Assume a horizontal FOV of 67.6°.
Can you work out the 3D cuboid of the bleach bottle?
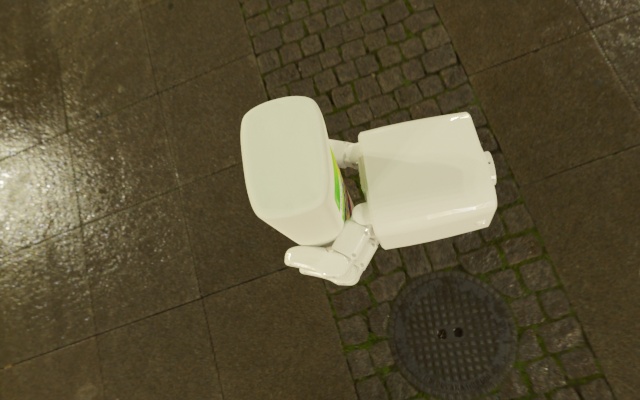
[{"bbox_3d":[0.000,0.002,0.473,0.068,0.102,0.251,-12,-18,10],"label":"bleach bottle"}]
